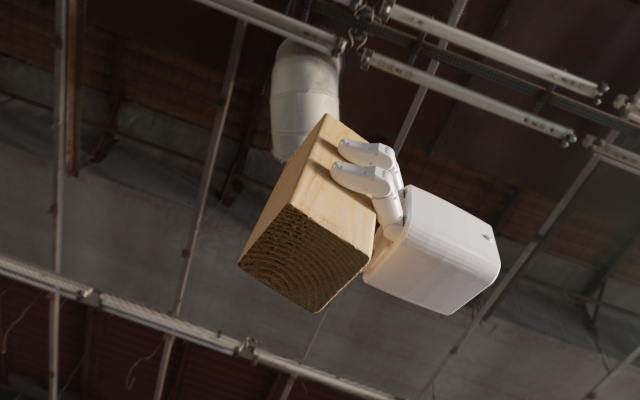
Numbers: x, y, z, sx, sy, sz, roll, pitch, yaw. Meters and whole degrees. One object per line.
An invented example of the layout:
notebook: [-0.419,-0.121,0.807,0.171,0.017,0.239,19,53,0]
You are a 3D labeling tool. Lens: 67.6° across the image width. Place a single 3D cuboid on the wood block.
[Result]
wood block: [0.000,0.002,0.501,0.090,0.091,0.206,34,31,-10]
